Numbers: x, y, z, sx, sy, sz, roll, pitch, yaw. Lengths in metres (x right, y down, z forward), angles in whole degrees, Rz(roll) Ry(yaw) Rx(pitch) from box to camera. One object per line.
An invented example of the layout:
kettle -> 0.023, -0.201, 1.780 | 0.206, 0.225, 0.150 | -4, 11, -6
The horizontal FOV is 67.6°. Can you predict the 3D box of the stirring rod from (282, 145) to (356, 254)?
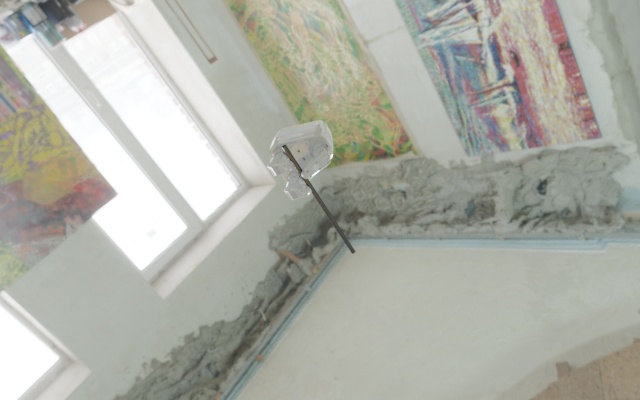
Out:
stirring rod -> 0.000, 0.003, 0.836 | 0.011, 0.240, 0.011 | -28, 23, 13
